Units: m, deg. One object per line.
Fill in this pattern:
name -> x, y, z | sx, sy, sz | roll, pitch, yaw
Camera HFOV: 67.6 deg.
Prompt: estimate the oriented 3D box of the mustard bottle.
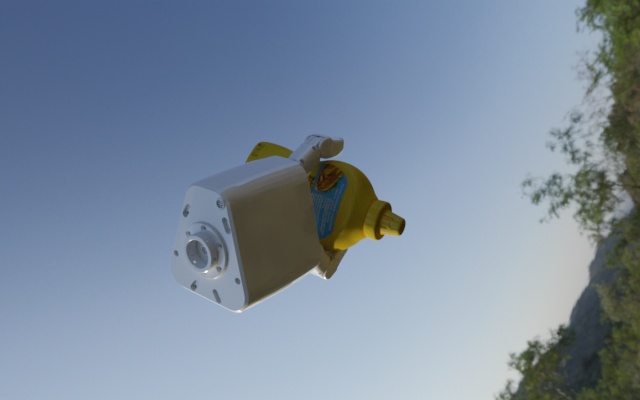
mustard bottle -> 0.000, 0.002, 0.515 | 0.191, 0.096, 0.058 | 17, -1, 29
